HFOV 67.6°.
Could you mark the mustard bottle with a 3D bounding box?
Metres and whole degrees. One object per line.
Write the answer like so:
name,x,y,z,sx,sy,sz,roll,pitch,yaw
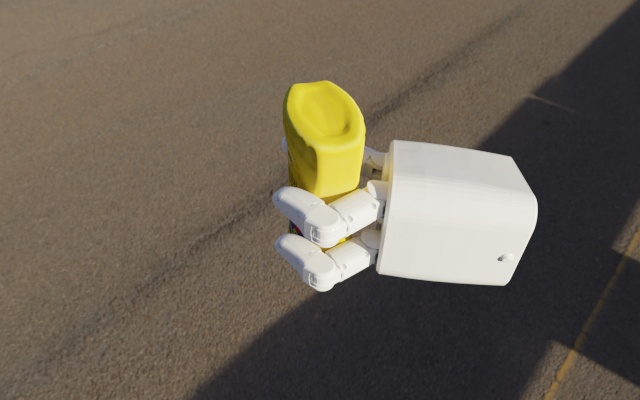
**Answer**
mustard bottle,0.000,0.001,0.418,0.058,0.192,0.096,-11,45,-13
